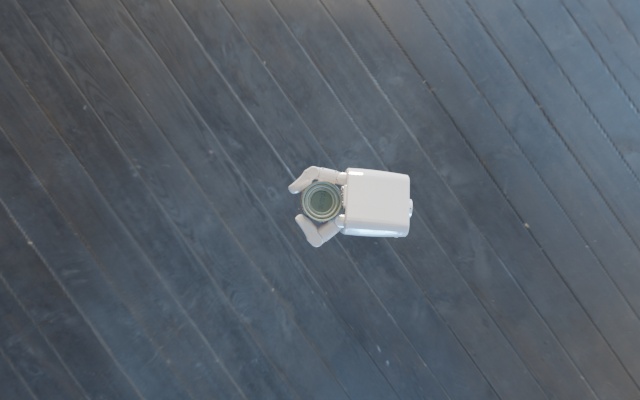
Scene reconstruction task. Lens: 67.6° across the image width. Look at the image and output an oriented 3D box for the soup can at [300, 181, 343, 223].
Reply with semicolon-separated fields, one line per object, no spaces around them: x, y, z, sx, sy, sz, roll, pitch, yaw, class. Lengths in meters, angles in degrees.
0.000;0.002;0.804;0.068;0.068;0.102;0;-1;-3;soup can
